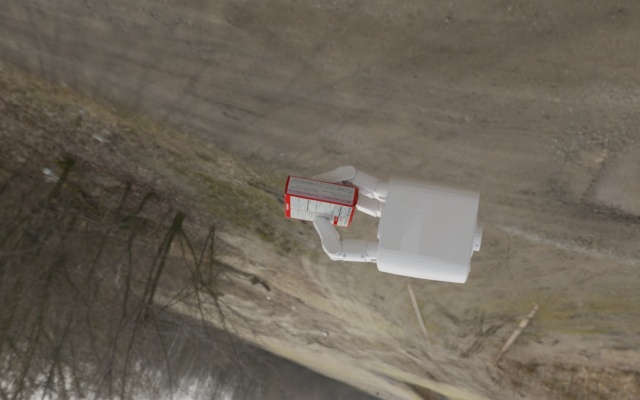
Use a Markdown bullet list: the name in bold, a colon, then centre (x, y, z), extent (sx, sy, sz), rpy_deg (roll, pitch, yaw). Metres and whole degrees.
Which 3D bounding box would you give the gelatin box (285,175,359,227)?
- **gelatin box**: centre (0.000, 0.002, 0.605), extent (0.089, 0.030, 0.073), rpy_deg (9, -23, 1)
